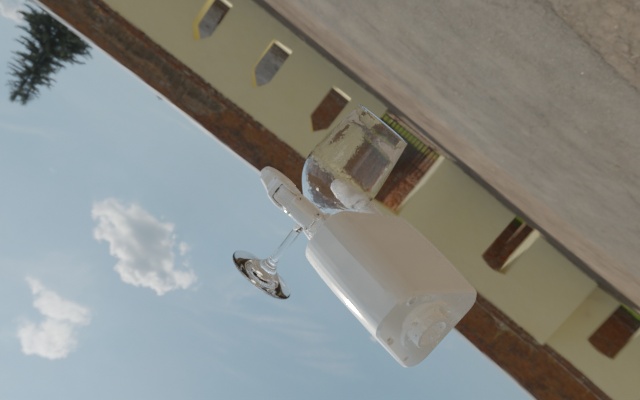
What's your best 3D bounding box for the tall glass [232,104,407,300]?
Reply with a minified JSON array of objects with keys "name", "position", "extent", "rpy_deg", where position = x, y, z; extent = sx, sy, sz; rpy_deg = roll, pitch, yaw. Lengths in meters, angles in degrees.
[{"name":"tall glass","position":[0.000,0.002,0.483],"extent":[0.079,0.201,0.079],"rpy_deg":[38,9,-7]}]
